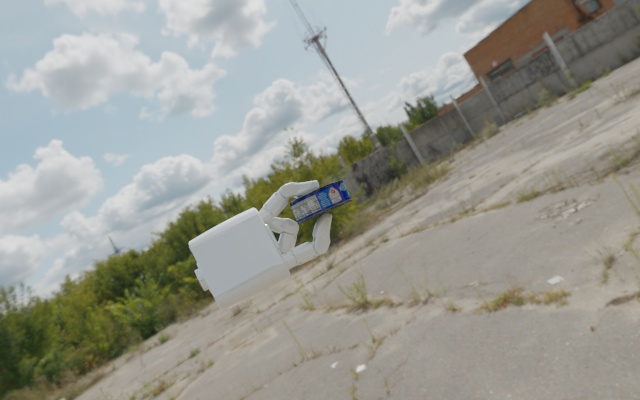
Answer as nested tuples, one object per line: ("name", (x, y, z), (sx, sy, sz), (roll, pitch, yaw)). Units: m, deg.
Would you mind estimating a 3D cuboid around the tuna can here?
("tuna can", (0.000, 0.002, 0.684), (0.086, 0.034, 0.086), (-24, -2, -1))
